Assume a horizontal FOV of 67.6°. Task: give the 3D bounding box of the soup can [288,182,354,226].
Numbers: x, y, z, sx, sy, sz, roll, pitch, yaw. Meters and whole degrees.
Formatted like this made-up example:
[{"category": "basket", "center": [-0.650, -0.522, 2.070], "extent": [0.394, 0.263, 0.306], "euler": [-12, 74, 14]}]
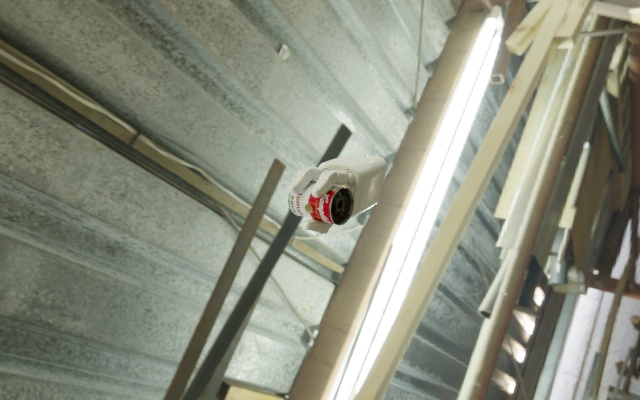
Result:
[{"category": "soup can", "center": [0.000, 0.003, 0.867], "extent": [0.102, 0.068, 0.068], "euler": [12, 7, 39]}]
